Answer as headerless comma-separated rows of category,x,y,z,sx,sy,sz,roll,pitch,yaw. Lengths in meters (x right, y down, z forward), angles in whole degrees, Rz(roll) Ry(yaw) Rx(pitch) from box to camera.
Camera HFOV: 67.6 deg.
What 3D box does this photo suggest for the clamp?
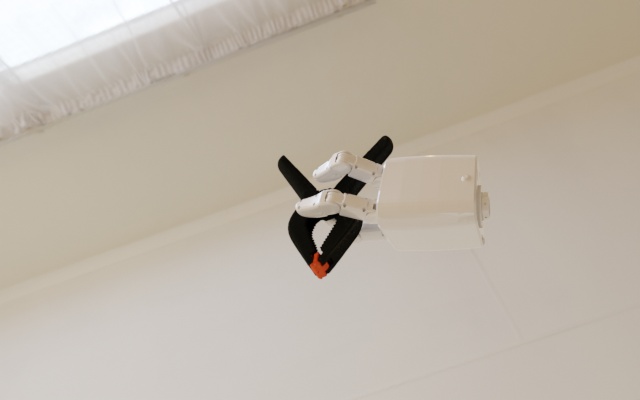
clamp,0.000,0.003,0.603,0.164,0.209,0.036,-4,-42,24
